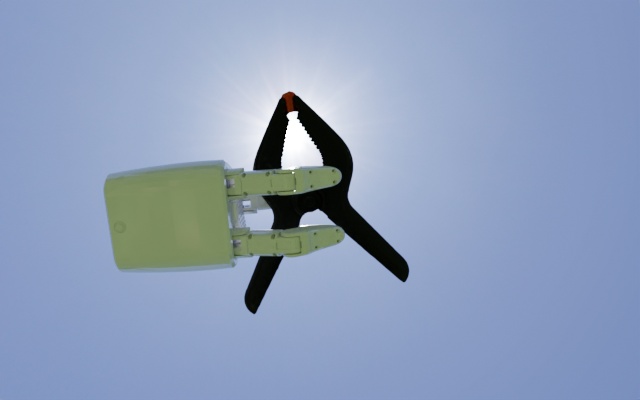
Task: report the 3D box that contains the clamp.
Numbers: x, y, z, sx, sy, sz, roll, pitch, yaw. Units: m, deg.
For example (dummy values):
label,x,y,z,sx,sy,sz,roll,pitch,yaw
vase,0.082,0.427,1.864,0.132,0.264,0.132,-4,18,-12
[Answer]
label,x,y,z,sx,sy,sz,roll,pitch,yaw
clamp,0.000,0.001,0.459,0.164,0.210,0.036,-5,10,-4
